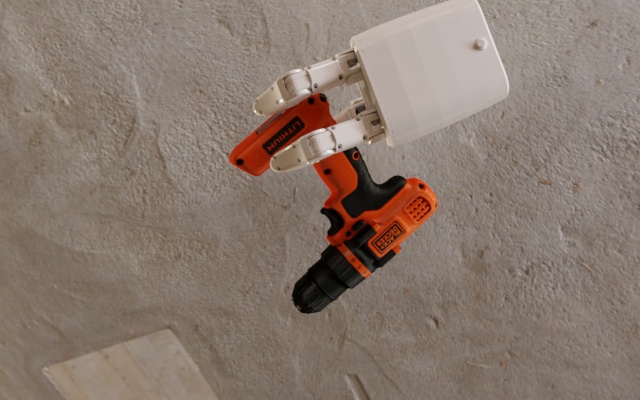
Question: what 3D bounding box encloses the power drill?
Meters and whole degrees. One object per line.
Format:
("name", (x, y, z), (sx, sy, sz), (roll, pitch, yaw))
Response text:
("power drill", (0.000, 0.001, 0.473), (0.184, 0.188, 0.057), (-43, 20, -1))
